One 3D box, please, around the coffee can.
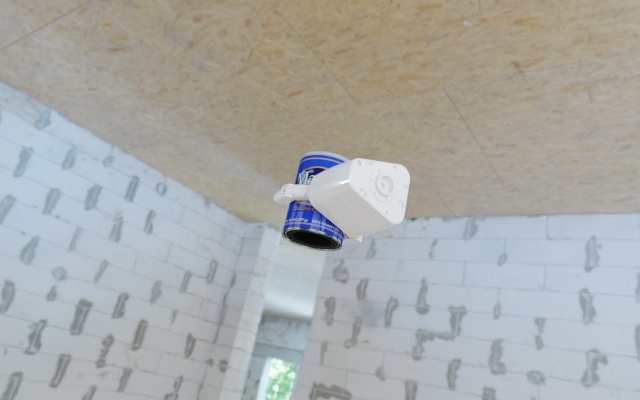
[{"bbox_3d":[0.000,0.003,0.804,0.103,0.140,0.103,11,-21,4],"label":"coffee can"}]
